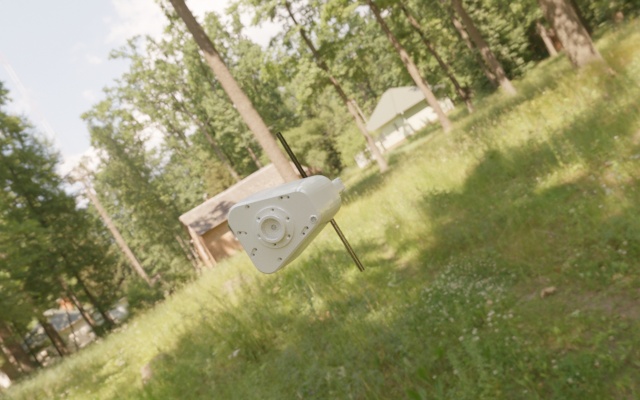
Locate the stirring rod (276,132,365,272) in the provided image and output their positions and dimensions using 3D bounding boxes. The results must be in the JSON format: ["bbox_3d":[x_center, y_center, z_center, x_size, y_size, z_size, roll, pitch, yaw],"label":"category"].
[{"bbox_3d":[0.000,0.002,0.710,0.011,0.239,0.011,-32,1,1],"label":"stirring rod"}]
